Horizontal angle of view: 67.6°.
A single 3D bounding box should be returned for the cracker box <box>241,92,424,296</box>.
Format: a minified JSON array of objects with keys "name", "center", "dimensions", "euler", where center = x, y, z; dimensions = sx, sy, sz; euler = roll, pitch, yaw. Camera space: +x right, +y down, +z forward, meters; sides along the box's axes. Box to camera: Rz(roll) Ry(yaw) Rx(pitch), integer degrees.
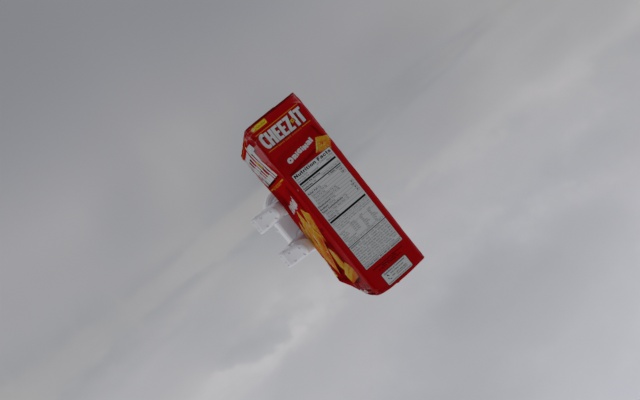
[{"name":"cracker box","center":[0.000,0.002,0.543],"dimensions":[0.072,0.214,0.164],"euler":[-40,4,-11]}]
